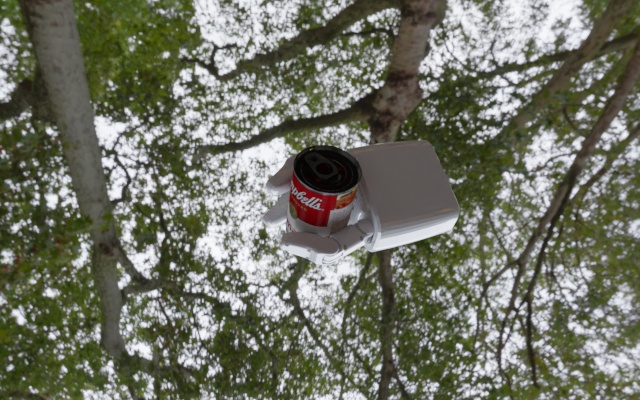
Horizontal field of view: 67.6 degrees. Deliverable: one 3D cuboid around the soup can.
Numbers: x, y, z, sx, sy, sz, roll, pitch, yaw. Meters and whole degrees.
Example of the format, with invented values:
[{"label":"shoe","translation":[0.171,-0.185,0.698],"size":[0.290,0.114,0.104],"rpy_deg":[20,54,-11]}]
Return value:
[{"label":"soup can","translation":[0.000,0.002,0.503],"size":[0.068,0.068,0.102],"rpy_deg":[0,-42,-11]}]
